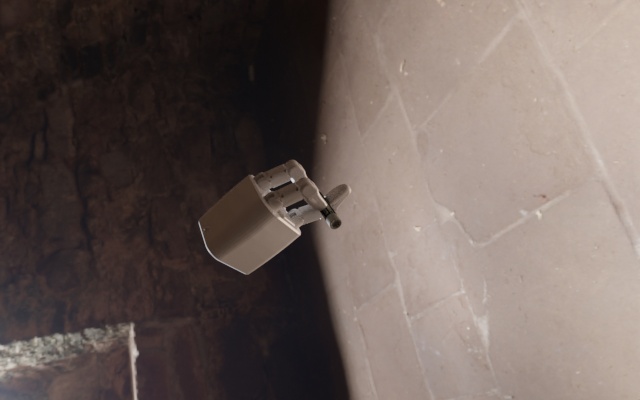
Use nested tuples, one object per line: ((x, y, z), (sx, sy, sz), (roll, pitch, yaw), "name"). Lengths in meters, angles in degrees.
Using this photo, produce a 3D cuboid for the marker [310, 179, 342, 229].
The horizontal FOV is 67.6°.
((0.000, 0.002, 0.722), (0.020, 0.020, 0.121), (0, 31, -25), "marker")
